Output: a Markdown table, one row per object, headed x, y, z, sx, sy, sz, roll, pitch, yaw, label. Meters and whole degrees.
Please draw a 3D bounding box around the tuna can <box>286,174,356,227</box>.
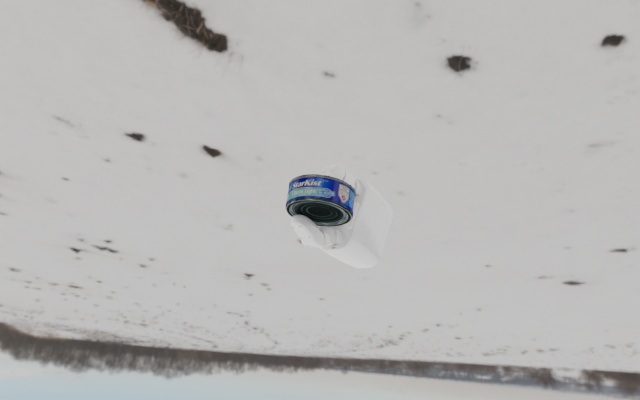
| x | y | z | sx | sy | sz | roll | pitch | yaw | label |
| --- | --- | --- | --- | --- | --- | --- | --- | --- | --- |
| 0.000 | 0.002 | 0.595 | 0.086 | 0.033 | 0.086 | 7 | -24 | 3 | tuna can |
